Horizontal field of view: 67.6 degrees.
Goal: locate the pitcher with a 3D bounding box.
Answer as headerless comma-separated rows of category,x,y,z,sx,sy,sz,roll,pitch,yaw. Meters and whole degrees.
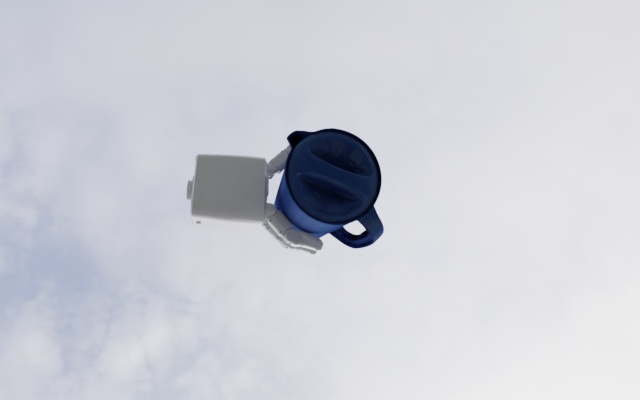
pitcher,0.000,0.002,0.736,0.145,0.149,0.243,4,-15,-12
